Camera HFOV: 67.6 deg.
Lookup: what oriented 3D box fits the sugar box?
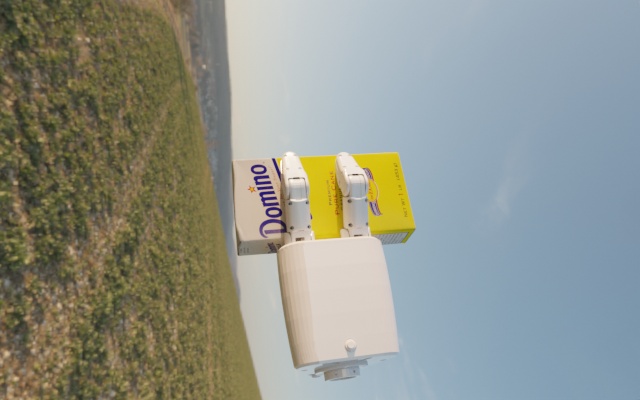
[{"bbox_3d":[0.000,0.001,0.490,0.176,0.093,0.048,-3,-26,-12],"label":"sugar box"}]
